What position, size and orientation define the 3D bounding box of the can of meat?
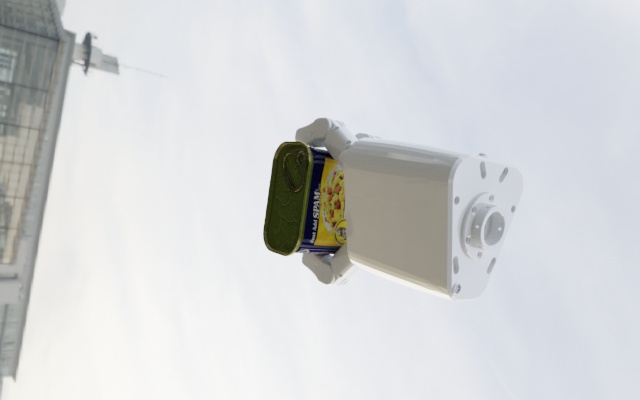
[{"bbox_3d":[0.000,0.002,0.451,0.084,0.102,0.057,7,1,-38],"label":"can of meat"}]
